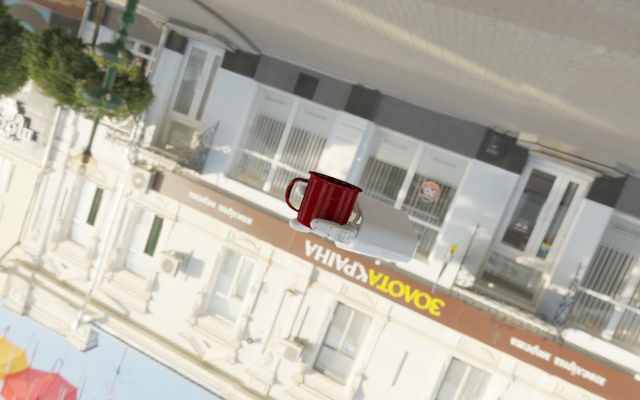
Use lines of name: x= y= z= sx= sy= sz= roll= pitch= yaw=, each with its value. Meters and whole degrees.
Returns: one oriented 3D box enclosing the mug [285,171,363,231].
mug: x=-0.001 y=0.002 z=0.763 sx=0.117 sy=0.081 sz=0.093 roll=18 pitch=9 yaw=-13
